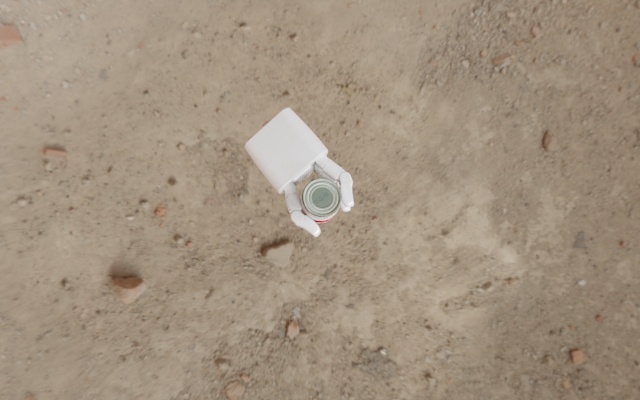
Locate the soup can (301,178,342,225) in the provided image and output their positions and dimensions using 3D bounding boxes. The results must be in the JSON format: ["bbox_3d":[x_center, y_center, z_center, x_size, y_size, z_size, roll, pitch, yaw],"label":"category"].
[{"bbox_3d":[0.000,0.003,0.835,0.068,0.068,0.102,0,-10,-3],"label":"soup can"}]
